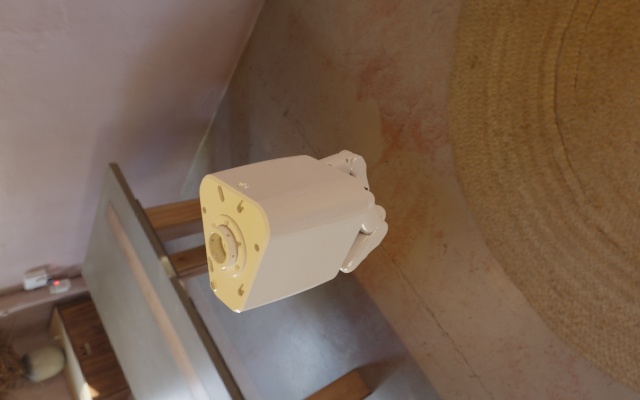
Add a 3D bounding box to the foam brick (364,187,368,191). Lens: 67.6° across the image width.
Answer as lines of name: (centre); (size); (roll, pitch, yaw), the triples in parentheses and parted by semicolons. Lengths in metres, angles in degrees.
foam brick: (0.000, 0.002, 0.481); (0.051, 0.053, 0.078); (-14, 32, -42)
